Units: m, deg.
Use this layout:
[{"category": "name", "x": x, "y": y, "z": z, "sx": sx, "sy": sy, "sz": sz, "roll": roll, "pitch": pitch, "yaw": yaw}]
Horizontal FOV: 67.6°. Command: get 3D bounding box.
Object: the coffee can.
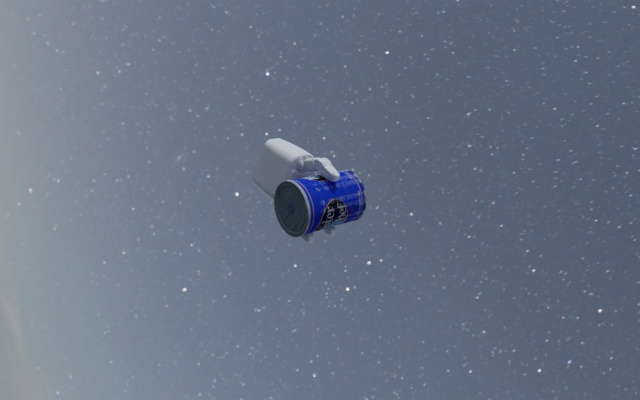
[{"category": "coffee can", "x": 0.000, "y": 0.003, "z": 0.887, "sx": 0.140, "sy": 0.103, "sz": 0.103, "roll": -13, "pitch": 8, "yaw": -37}]
